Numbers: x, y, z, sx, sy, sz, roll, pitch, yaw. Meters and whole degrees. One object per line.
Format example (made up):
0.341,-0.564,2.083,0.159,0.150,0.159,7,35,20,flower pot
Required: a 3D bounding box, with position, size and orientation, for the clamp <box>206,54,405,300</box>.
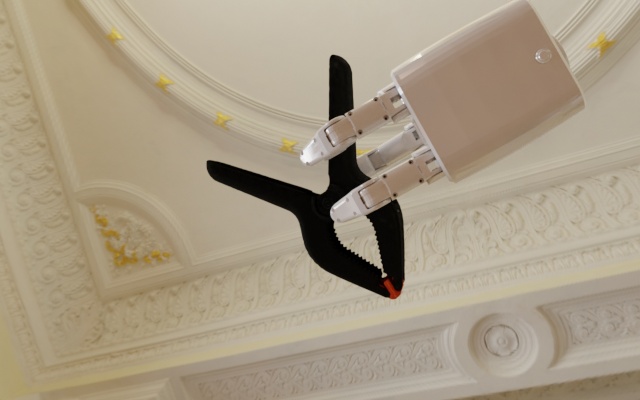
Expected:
0.001,0.002,0.432,0.164,0.210,0.036,-29,-1,18,clamp
